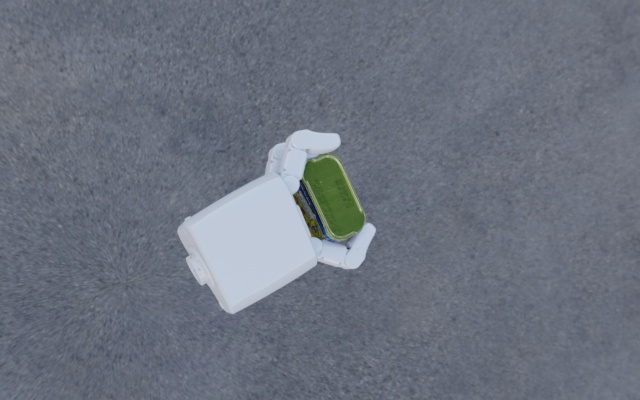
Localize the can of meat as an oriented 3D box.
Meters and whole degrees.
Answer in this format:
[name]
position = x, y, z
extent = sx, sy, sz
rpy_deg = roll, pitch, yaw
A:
[can of meat]
position = 0.000, 0.002, 0.556
extent = 0.057, 0.102, 0.084
rpy_deg = -26, 1, -24
